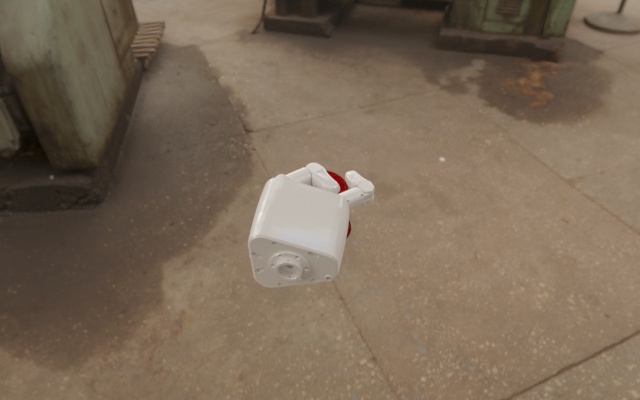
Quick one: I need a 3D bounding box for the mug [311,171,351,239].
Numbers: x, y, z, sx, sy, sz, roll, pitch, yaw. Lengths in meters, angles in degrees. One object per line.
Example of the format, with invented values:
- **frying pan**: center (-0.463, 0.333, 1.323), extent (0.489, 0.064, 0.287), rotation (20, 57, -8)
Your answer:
- **mug**: center (0.000, 0.001, 0.701), extent (0.093, 0.082, 0.117), rotation (4, 41, 6)
